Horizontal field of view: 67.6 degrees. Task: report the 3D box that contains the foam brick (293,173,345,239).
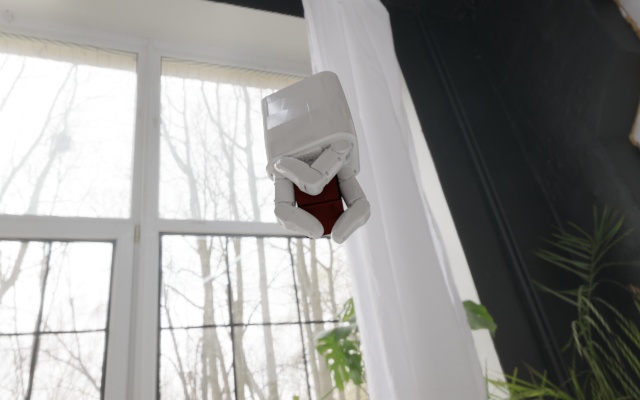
[{"bbox_3d":[0.000,0.002,0.566,0.053,0.051,0.078,-11,-31,0],"label":"foam brick"}]
